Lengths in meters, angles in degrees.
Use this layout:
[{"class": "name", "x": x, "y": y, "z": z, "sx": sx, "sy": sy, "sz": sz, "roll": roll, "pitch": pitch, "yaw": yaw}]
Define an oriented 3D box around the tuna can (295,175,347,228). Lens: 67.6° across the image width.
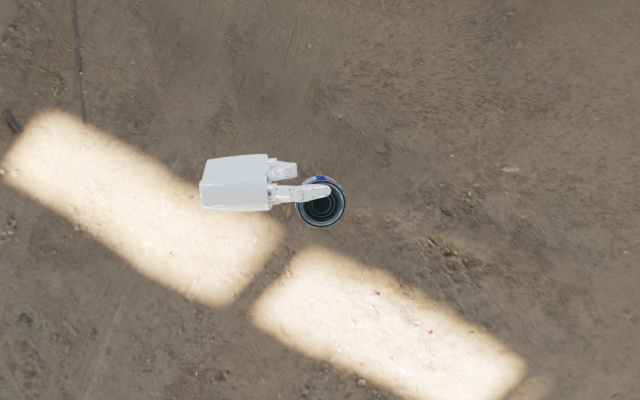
[{"class": "tuna can", "x": 0.000, "y": 0.003, "z": 0.800, "sx": 0.086, "sy": 0.086, "sz": 0.033, "roll": 0, "pitch": 14, "yaw": -7}]
